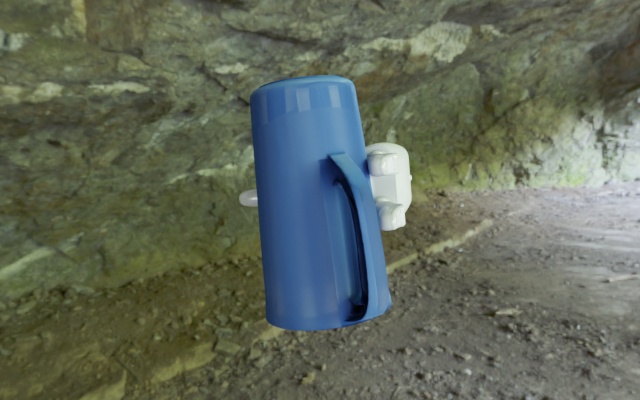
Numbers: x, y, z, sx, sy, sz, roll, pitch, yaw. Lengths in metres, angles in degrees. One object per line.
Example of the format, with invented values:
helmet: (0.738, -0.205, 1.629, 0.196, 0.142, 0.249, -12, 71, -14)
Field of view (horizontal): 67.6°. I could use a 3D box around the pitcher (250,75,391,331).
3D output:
pitcher: (0.000, 0.002, 0.487, 0.149, 0.243, 0.145, -5, 6, 21)
